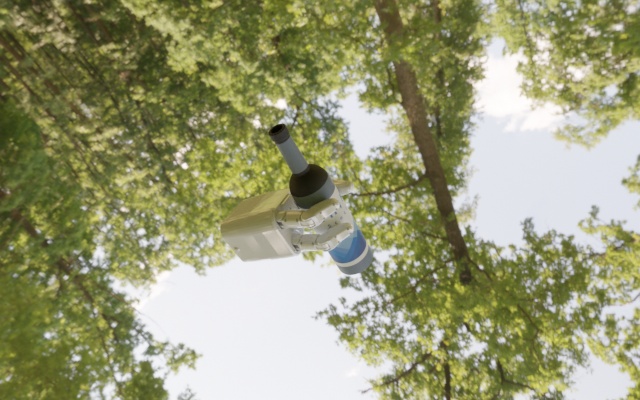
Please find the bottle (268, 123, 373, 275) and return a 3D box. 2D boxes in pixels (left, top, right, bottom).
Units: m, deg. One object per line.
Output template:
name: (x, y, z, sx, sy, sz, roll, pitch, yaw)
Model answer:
bottle: (0.000, 0.003, 0.756, 0.069, 0.069, 0.296, 0, -44, 36)
